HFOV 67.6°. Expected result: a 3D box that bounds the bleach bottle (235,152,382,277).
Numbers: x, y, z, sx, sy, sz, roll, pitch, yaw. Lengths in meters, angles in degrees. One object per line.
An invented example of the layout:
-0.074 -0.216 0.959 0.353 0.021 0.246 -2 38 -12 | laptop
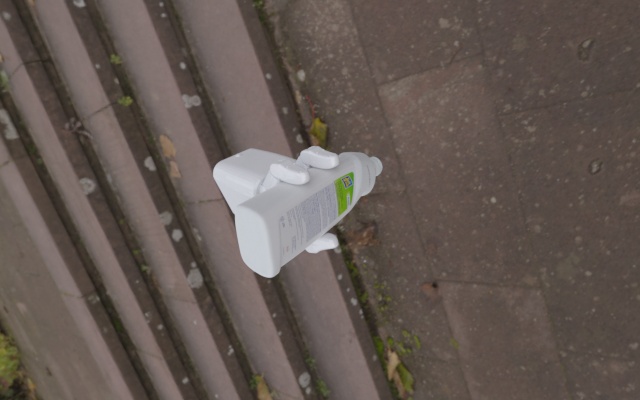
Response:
0.000 0.002 0.669 0.068 0.103 0.250 23 39 38 | bleach bottle
